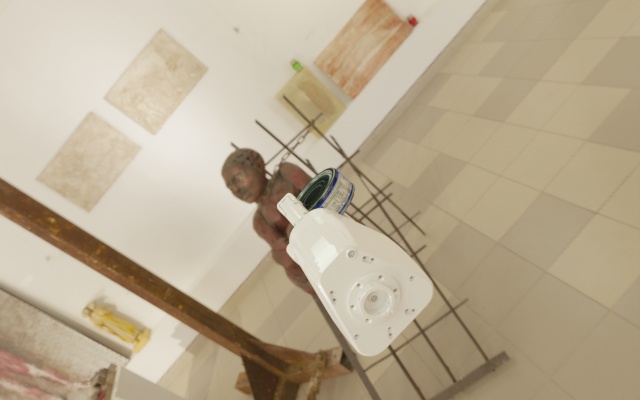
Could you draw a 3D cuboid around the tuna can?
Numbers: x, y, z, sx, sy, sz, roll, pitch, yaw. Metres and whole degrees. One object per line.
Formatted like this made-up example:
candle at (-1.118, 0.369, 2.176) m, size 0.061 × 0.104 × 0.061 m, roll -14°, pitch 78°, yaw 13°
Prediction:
tuna can at (0.000, 0.002, 0.578) m, size 0.034 × 0.086 × 0.086 m, roll 40°, pitch -15°, yaw -18°
